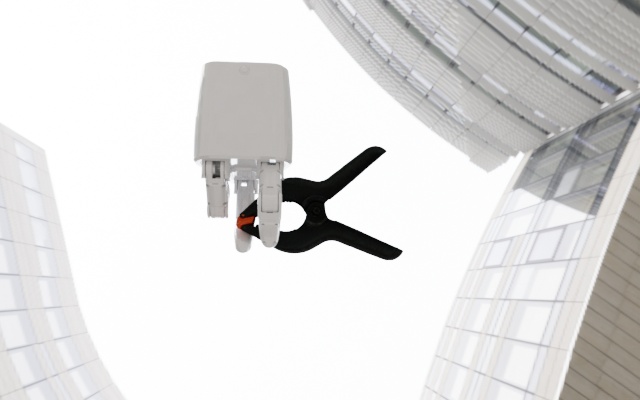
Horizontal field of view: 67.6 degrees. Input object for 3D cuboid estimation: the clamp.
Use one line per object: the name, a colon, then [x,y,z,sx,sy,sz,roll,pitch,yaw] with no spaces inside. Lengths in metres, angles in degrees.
clamp: [0.000,0.002,0.496,0.171,0.120,0.039,1,-13,-6]
